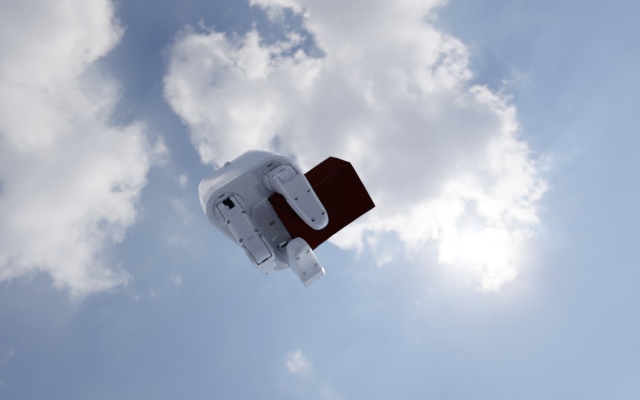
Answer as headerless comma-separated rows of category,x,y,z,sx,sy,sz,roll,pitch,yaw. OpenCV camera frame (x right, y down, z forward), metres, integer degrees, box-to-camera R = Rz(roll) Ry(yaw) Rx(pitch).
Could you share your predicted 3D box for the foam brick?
foam brick,0.000,0.001,0.450,0.078,0.053,0.051,-34,20,-11
